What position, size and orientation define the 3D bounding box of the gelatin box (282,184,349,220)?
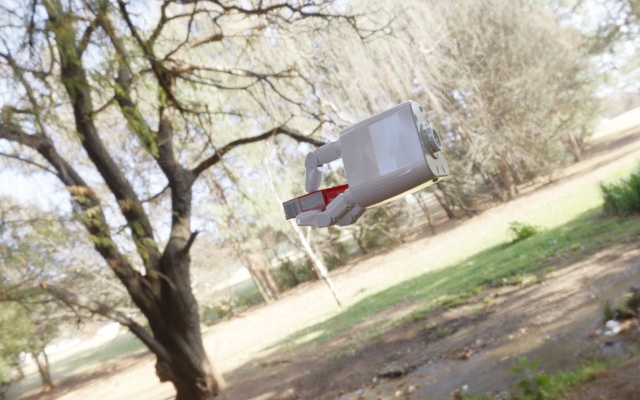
[{"bbox_3d":[0.000,0.002,0.697,0.089,0.030,0.073,-18,-4,42],"label":"gelatin box"}]
